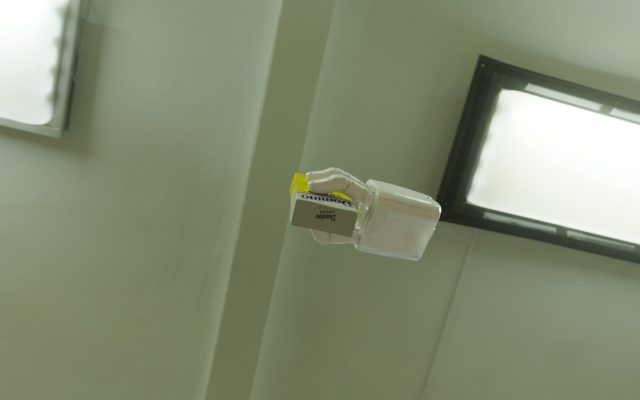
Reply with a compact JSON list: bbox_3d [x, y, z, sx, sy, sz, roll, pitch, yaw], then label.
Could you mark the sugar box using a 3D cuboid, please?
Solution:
[{"bbox_3d":[0.000,0.002,0.754,0.093,0.048,0.176,12,12,-8],"label":"sugar box"}]
